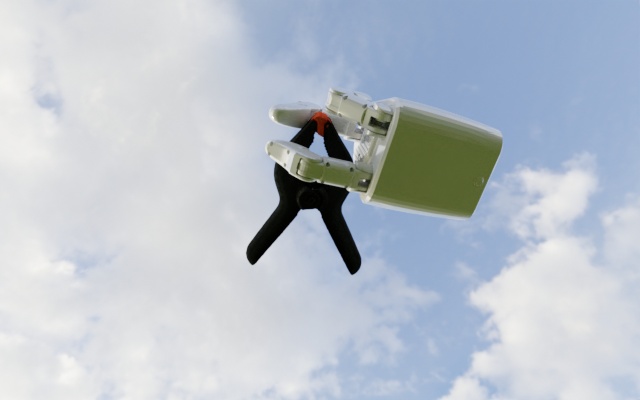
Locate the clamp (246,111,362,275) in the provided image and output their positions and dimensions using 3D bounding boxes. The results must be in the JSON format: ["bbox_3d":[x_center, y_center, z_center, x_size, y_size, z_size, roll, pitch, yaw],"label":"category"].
[{"bbox_3d":[0.000,0.001,0.479,0.120,0.171,0.039,12,23,-12],"label":"clamp"}]
